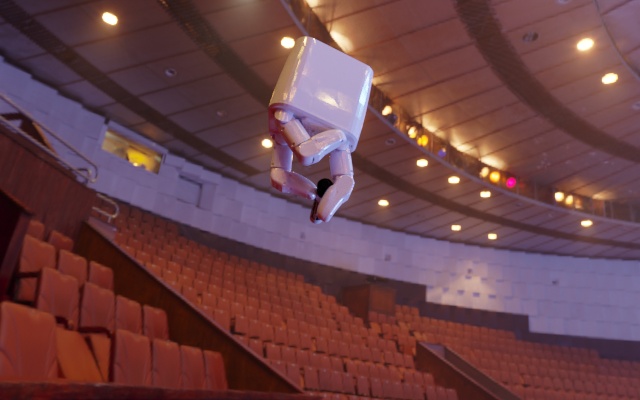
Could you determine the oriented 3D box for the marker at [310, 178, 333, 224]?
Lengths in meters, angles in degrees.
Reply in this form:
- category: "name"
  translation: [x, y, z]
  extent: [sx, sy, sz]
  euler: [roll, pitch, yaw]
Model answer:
- category: "marker"
  translation: [0.000, 0.002, 0.604]
  extent: [0.020, 0.020, 0.121]
  euler: [0, -21, -6]
